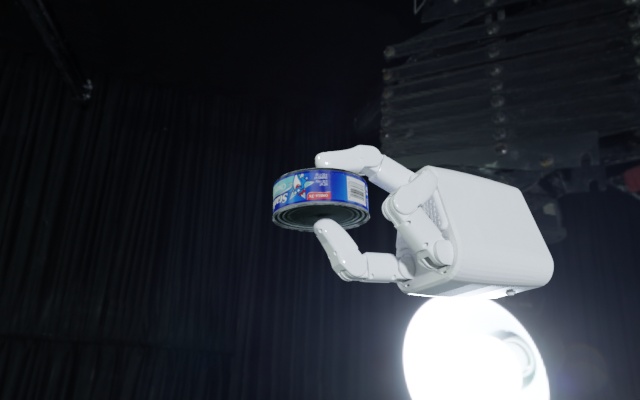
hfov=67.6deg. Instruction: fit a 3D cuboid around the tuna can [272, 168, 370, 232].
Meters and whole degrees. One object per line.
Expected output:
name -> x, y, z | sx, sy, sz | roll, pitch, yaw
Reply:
tuna can -> 0.000, 0.001, 0.425 | 0.086, 0.033, 0.086 | -1, -18, 0
